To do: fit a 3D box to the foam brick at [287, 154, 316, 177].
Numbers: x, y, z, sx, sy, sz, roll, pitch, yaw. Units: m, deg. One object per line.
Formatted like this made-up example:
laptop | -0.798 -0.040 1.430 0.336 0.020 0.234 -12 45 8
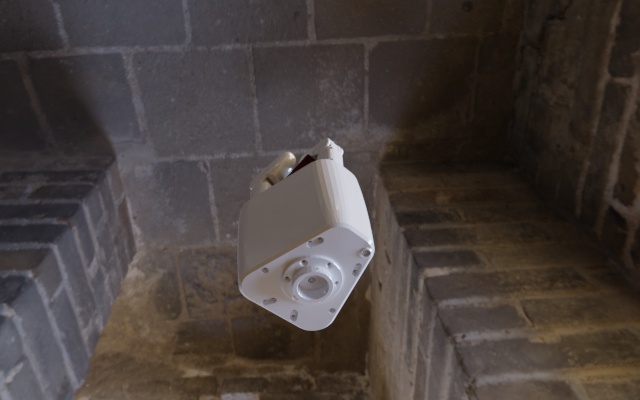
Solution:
foam brick | 0.000 0.002 0.496 0.078 0.053 0.051 35 23 -24
